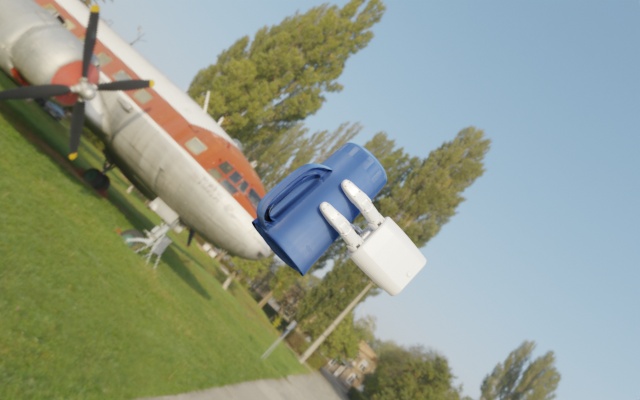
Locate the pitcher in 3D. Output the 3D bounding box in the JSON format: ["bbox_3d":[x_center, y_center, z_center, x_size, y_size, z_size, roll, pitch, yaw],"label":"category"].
[{"bbox_3d":[0.000,0.003,0.858,0.243,0.145,0.149,-44,1,-13],"label":"pitcher"}]
